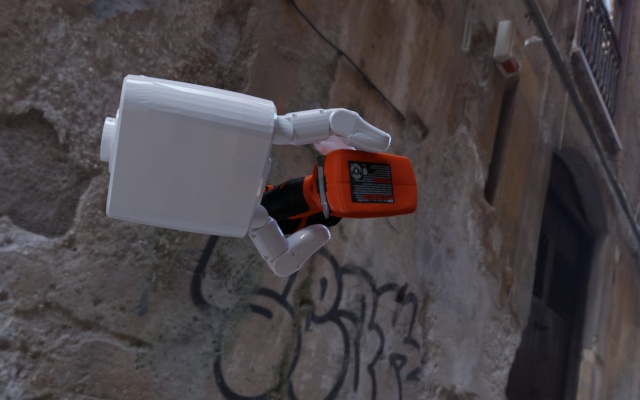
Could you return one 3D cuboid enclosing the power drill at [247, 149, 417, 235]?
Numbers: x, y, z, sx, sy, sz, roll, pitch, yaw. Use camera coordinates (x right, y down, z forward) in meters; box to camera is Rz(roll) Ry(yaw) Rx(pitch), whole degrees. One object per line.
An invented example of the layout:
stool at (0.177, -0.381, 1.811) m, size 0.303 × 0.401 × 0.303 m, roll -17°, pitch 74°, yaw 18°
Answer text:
power drill at (0.000, 0.001, 0.475) m, size 0.184 × 0.057 × 0.188 m, roll -2°, pitch -9°, yaw -42°
